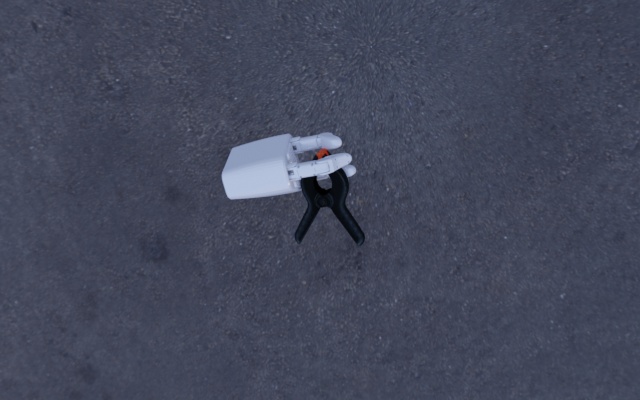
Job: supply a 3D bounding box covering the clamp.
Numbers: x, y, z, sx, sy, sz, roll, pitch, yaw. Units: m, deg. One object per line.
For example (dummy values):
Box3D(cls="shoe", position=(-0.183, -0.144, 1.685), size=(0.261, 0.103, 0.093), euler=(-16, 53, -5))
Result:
Box3D(cls="clamp", position=(0.000, 0.003, 0.788), size=(0.120, 0.171, 0.039), euler=(-10, 17, 11))
